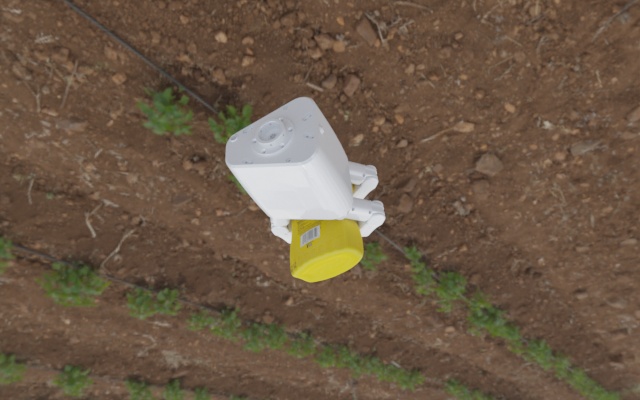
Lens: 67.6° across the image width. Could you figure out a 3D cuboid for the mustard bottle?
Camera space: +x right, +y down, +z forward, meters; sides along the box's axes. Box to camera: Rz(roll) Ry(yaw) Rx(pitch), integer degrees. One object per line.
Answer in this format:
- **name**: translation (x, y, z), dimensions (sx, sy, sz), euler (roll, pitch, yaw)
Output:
- **mustard bottle**: translation (0.000, 0.002, 0.619), dimensions (0.058, 0.191, 0.096), euler (26, -45, -38)
